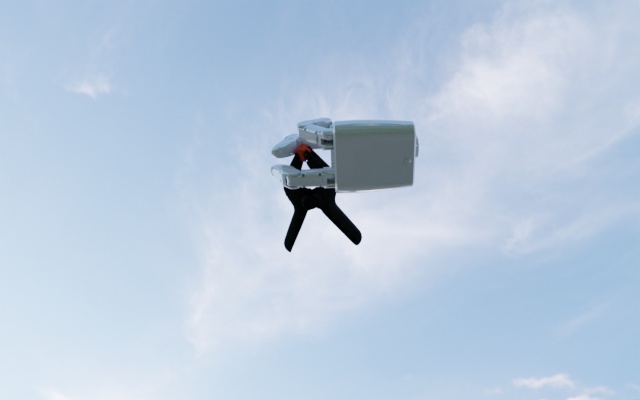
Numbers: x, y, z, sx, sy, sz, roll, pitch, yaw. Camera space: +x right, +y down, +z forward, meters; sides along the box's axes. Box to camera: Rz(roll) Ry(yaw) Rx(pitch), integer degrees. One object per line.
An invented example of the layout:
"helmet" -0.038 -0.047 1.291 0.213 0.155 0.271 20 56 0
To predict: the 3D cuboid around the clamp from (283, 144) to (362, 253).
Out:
"clamp" 0.000 0.002 0.702 0.120 0.171 0.039 -2 27 2
